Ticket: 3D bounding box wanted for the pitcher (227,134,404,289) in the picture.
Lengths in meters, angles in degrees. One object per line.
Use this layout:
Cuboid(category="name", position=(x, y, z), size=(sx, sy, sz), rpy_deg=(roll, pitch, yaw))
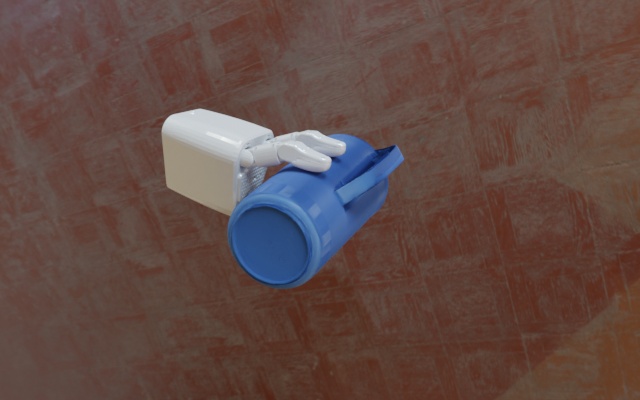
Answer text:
Cuboid(category="pitcher", position=(0.000, 0.002, 0.583), size=(0.145, 0.149, 0.242), rpy_deg=(20, 25, 14))
